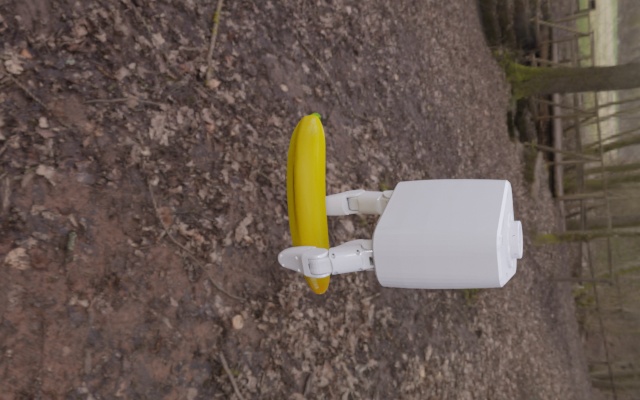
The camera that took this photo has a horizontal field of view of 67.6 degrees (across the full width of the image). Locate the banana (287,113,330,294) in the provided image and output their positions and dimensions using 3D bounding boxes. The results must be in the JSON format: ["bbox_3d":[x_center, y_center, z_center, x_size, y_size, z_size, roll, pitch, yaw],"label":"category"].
[{"bbox_3d":[-0.008,-0.004,0.485,0.037,0.197,0.069,-4,-10,26],"label":"banana"}]
